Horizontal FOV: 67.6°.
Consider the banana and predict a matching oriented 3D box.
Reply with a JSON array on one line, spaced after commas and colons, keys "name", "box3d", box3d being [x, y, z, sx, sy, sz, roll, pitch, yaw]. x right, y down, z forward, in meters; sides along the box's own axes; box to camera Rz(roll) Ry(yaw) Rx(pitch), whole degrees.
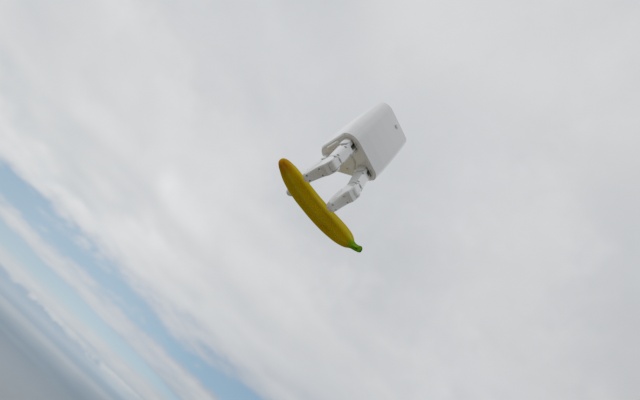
[{"name": "banana", "box3d": [-0.004, 0.010, 0.796, 0.037, 0.198, 0.070, -44, 2, -25]}]
